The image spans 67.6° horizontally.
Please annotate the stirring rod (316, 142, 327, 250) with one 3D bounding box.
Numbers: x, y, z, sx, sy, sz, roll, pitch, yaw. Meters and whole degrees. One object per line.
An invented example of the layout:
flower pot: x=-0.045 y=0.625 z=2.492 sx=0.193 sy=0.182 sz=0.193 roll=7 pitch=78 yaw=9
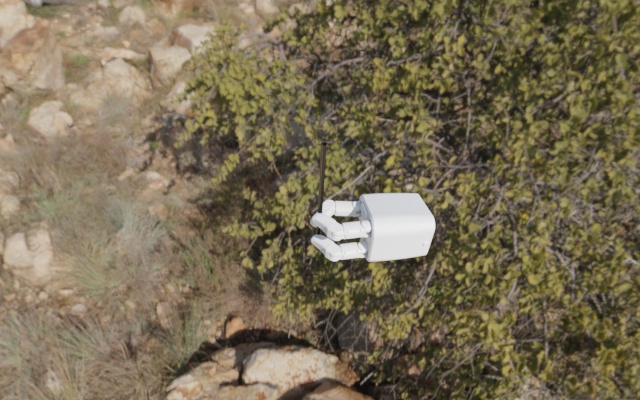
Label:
stirring rod: x=0.000 y=0.003 z=0.772 sx=0.011 sy=0.011 sz=0.240 roll=0 pitch=-44 yaw=-3
